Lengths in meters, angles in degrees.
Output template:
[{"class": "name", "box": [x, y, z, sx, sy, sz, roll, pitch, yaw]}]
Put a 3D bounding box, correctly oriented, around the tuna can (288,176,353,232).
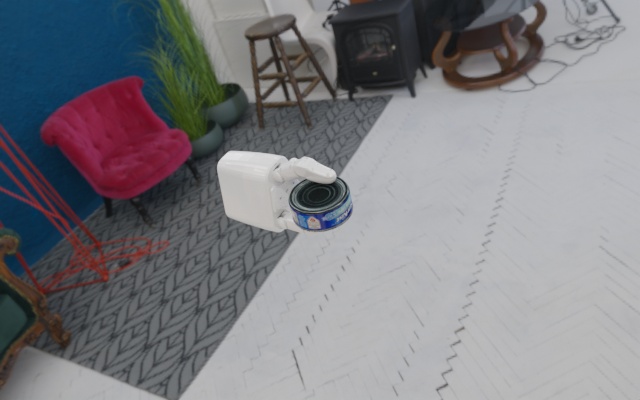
[{"class": "tuna can", "box": [0.000, 0.002, 0.652, 0.086, 0.034, 0.086, -8, 38, 6]}]
